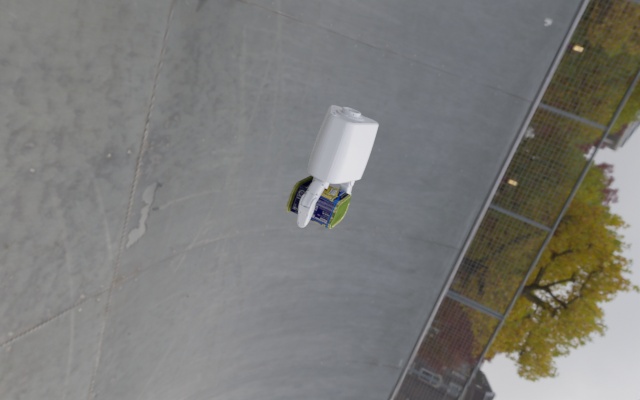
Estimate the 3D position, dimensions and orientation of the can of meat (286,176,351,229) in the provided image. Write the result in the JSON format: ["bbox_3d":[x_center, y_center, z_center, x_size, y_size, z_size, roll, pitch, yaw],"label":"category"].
[{"bbox_3d":[0.000,0.003,0.836,0.084,0.057,0.102,24,19,12],"label":"can of meat"}]
